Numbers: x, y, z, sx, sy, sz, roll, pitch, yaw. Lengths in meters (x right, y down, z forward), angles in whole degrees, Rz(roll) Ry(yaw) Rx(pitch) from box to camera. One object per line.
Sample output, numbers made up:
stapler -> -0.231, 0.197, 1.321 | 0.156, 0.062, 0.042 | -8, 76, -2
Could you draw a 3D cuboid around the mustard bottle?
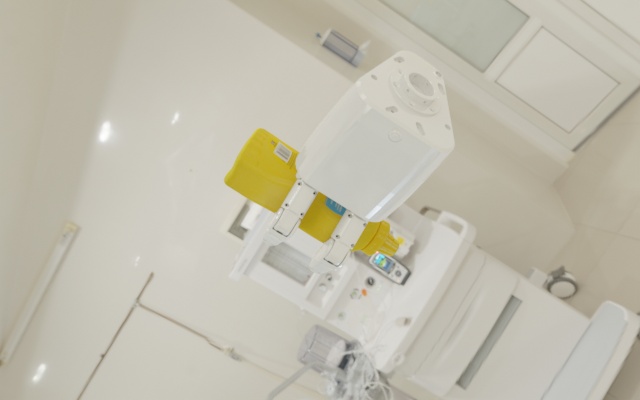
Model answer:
mustard bottle -> 0.000, 0.002, 0.495 | 0.191, 0.058, 0.096 | 32, 23, -9
